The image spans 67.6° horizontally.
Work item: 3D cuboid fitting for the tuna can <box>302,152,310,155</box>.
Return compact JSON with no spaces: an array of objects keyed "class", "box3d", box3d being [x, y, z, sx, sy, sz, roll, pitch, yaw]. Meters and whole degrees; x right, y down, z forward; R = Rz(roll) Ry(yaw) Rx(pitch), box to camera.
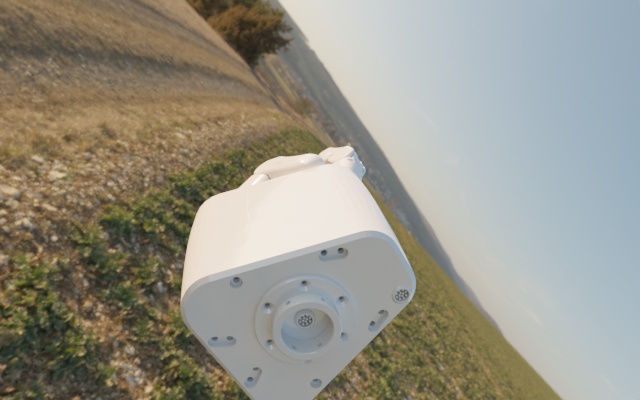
[{"class":"tuna can","box3d":[0.001,0.001,0.410,0.034,0.086,0.086,-35,-2,2]}]
